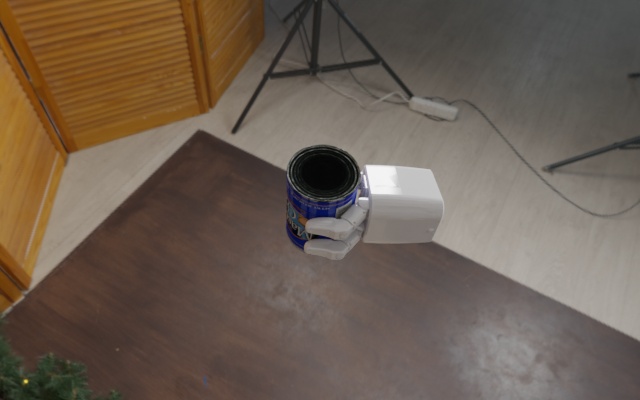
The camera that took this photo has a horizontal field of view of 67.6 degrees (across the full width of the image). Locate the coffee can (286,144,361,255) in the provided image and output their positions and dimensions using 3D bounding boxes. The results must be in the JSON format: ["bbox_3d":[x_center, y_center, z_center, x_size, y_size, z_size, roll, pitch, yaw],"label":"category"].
[{"bbox_3d":[0.000,0.002,0.706,0.103,0.102,0.140,0,-37,-5],"label":"coffee can"}]
